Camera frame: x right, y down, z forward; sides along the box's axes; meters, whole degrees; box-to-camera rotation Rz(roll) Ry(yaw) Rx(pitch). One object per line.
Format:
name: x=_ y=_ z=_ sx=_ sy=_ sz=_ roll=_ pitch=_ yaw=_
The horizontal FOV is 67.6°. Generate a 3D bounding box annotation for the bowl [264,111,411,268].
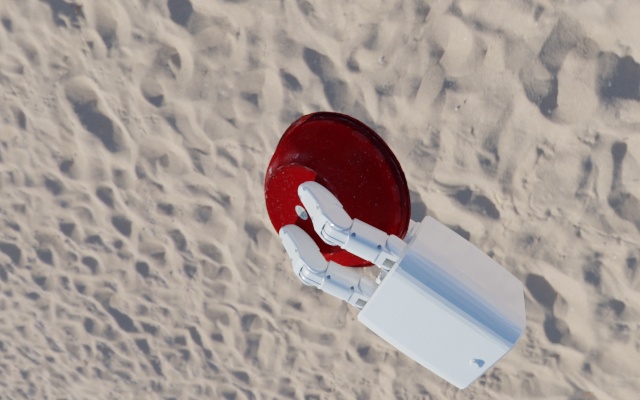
bowl: x=-0.001 y=0.001 z=0.449 sx=0.162 sy=0.162 sz=0.055 roll=0 pitch=20 yaw=39
